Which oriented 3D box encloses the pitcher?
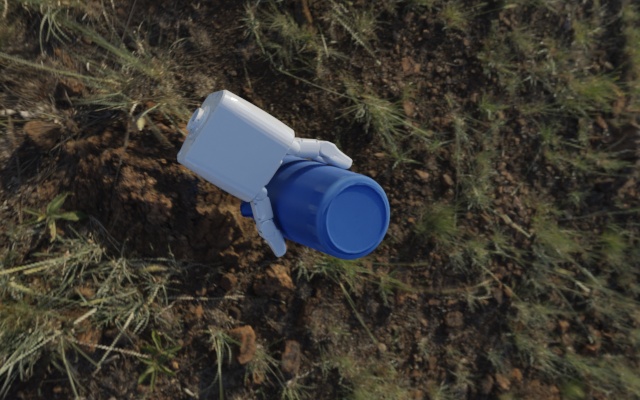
[{"bbox_3d":[0.000,0.002,0.693,0.145,0.149,0.243,33,-7,-27],"label":"pitcher"}]
